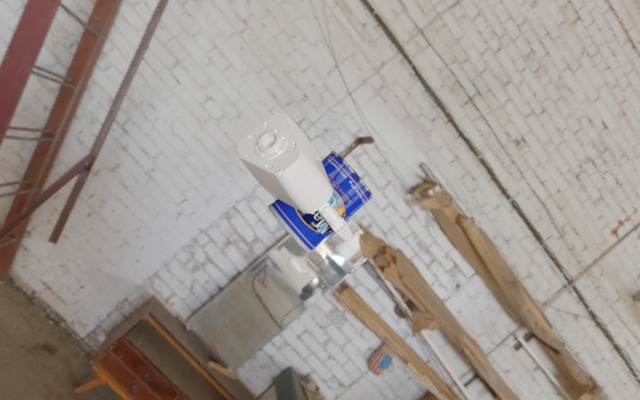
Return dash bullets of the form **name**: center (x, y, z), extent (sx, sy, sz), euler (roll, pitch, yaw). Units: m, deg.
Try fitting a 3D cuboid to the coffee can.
- **coffee can**: center (0.000, 0.003, 0.783), extent (0.140, 0.103, 0.103), euler (-41, 1, -2)
